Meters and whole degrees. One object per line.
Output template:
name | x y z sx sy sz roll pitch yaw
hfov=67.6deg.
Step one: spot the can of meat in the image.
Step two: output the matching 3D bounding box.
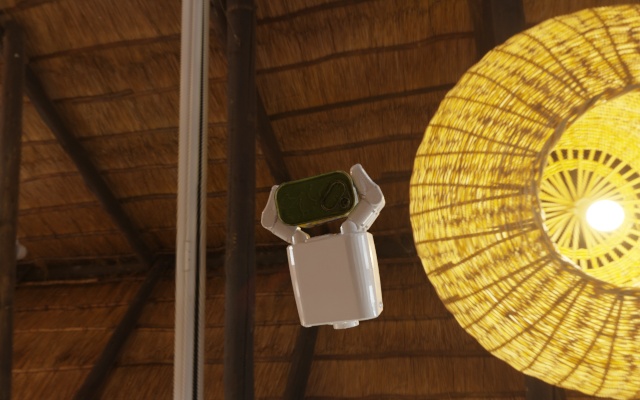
can of meat | 0.000 0.002 0.636 0.102 0.057 0.084 -14 -9 10
